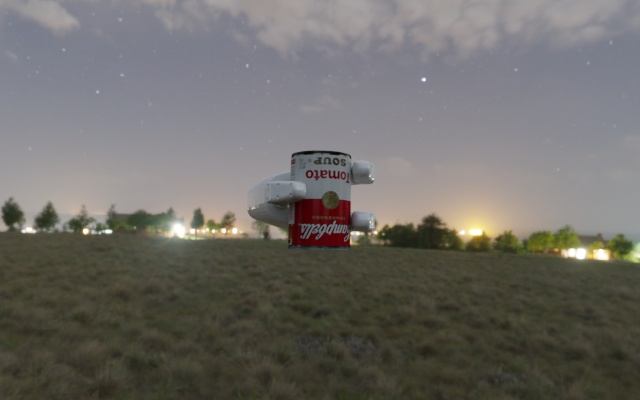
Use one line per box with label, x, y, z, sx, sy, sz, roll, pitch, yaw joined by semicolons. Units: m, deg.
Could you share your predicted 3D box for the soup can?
soup can;0.000;0.001;0.516;0.068;0.102;0.068;1;-4;0
